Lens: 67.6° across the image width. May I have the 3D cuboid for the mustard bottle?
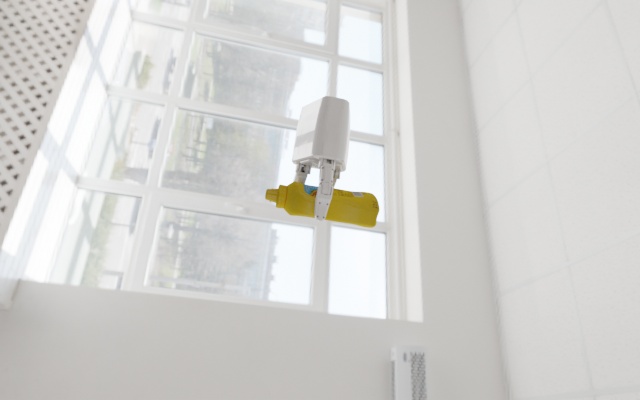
[{"bbox_3d":[0.000,0.003,0.829,0.191,0.058,0.096,9,17,-11],"label":"mustard bottle"}]
